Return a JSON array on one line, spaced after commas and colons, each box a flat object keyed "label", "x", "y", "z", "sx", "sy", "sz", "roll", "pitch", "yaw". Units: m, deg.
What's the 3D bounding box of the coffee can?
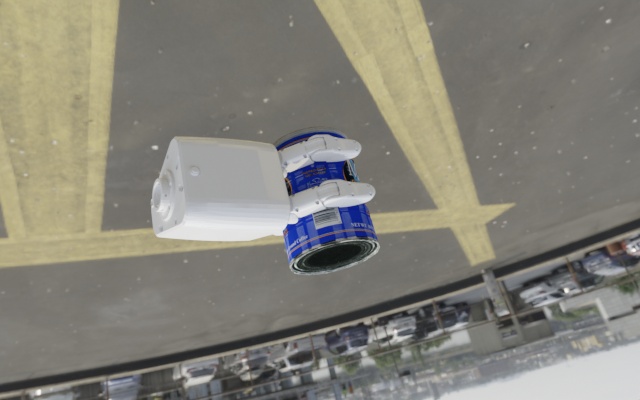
[{"label": "coffee can", "x": 0.000, "y": 0.002, "z": 0.550, "sx": 0.103, "sy": 0.140, "sz": 0.103, "roll": -12, "pitch": -24, "yaw": -6}]
